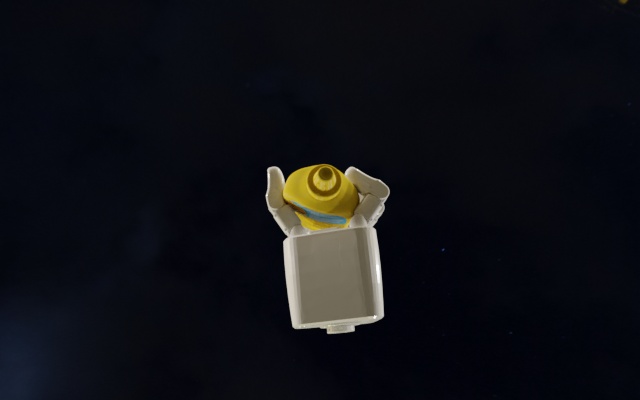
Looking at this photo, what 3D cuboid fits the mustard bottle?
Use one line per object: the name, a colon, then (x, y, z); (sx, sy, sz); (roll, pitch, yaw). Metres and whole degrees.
mustard bottle: (0.000, 0.002, 0.610); (0.096, 0.058, 0.192); (19, -18, 3)
